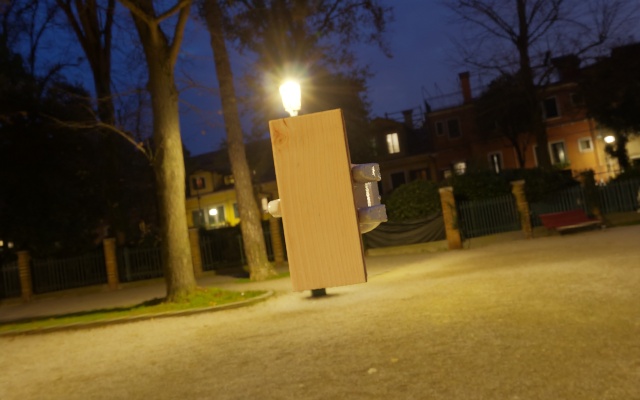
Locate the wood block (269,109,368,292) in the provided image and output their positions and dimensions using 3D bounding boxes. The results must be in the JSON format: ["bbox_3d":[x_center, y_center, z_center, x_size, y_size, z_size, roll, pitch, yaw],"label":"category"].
[{"bbox_3d":[0.000,0.002,0.603,0.091,0.206,0.090,-9,-3,5],"label":"wood block"}]
